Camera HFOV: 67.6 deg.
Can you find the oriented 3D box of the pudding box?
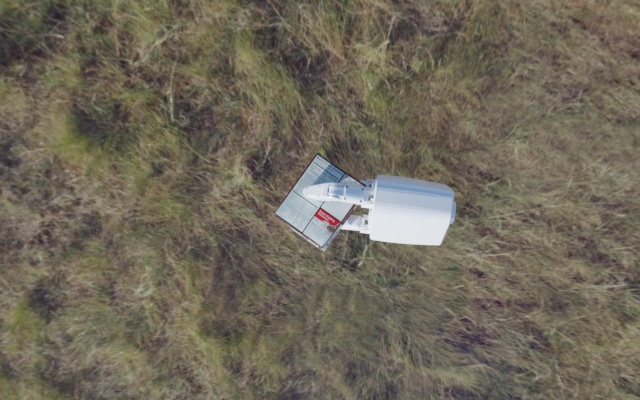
[{"bbox_3d":[0.000,0.002,0.690,0.090,0.113,0.039,35,-6,9],"label":"pudding box"}]
